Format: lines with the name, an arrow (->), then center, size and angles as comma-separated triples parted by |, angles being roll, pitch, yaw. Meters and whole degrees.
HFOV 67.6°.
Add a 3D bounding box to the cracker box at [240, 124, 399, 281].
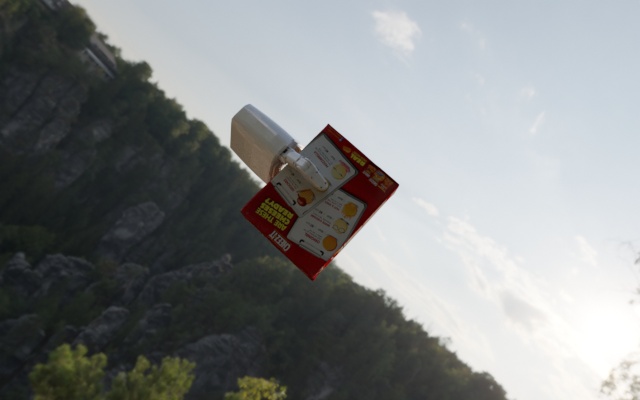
cracker box -> 0.000, 0.002, 0.808 | 0.164, 0.213, 0.072 | 42, -11, 11
